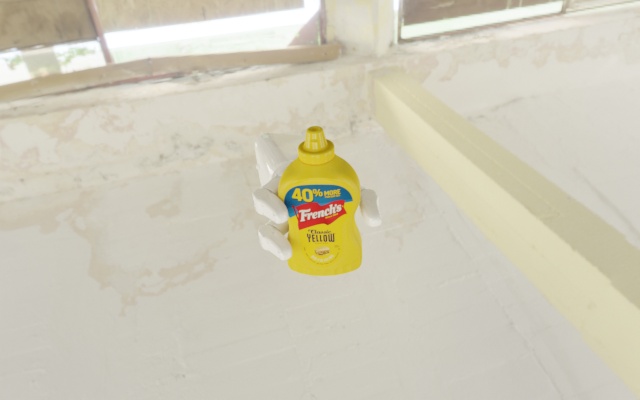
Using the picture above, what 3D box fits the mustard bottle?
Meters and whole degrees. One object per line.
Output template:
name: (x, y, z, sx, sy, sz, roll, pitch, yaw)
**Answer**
mustard bottle: (0.000, 0.002, 0.567, 0.096, 0.192, 0.058, 0, 34, 6)
